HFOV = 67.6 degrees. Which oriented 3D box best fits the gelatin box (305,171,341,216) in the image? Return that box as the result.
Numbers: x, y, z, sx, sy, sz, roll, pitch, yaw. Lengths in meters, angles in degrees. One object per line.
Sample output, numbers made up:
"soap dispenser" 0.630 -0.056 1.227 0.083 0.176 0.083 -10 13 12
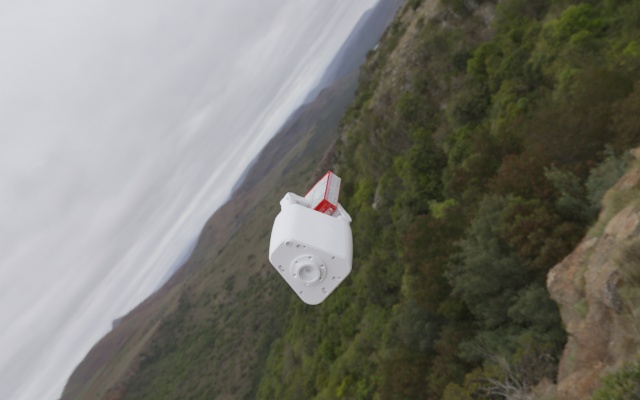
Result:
"gelatin box" 0.000 0.002 0.811 0.030 0.073 0.089 34 34 -17
